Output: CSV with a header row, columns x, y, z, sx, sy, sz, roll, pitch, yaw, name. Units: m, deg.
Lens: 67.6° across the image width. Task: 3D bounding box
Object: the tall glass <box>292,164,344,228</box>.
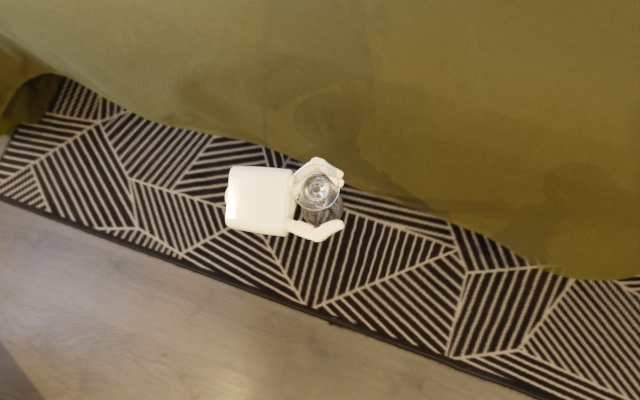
x,y,z,sx,sy,sz,roll,pitch,yaw,name
0.000,0.003,0.833,0.079,0.079,0.201,0,-14,5,tall glass
